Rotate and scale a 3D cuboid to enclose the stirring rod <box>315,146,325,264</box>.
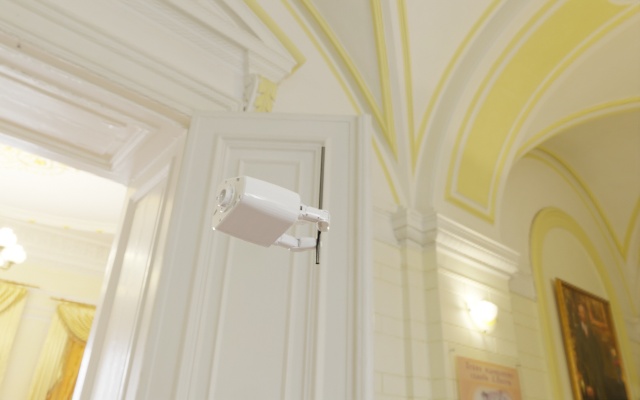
[{"bbox_3d":[0.000,0.003,0.885,0.011,0.239,0.011,2,-27,1],"label":"stirring rod"}]
